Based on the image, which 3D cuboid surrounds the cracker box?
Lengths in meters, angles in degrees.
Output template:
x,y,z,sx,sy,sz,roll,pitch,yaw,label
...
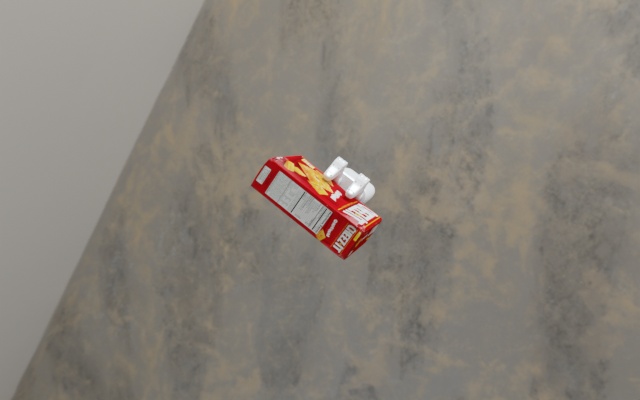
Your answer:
x,y,z,sx,sy,sz,roll,pitch,yaw,label
0.000,0.003,0.887,0.213,0.072,0.164,38,16,11,cracker box
